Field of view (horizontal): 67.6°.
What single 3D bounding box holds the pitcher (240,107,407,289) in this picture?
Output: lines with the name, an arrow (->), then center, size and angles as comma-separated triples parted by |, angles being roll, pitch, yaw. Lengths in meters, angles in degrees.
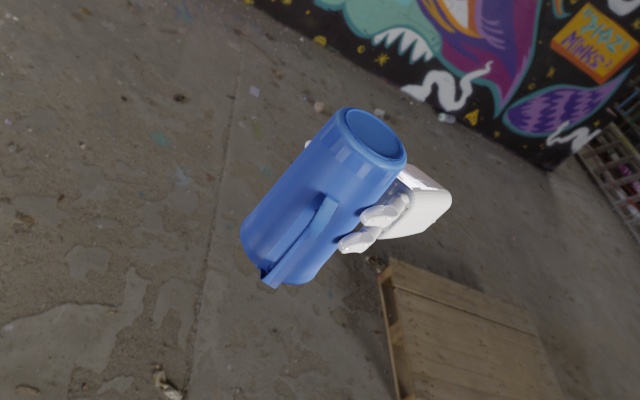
pitcher -> 0.000, 0.002, 0.636 | 0.145, 0.149, 0.243 | 2, -40, -42
